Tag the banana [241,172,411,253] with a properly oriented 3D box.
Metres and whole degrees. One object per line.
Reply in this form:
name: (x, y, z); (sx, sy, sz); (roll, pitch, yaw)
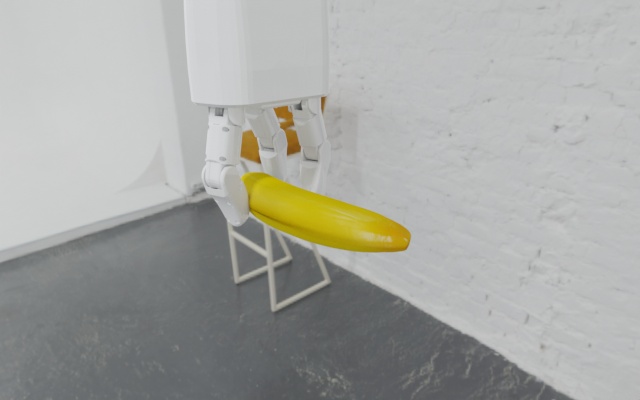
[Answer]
banana: (-0.017, 0.004, 0.393); (0.069, 0.037, 0.197); (-11, 22, -34)
